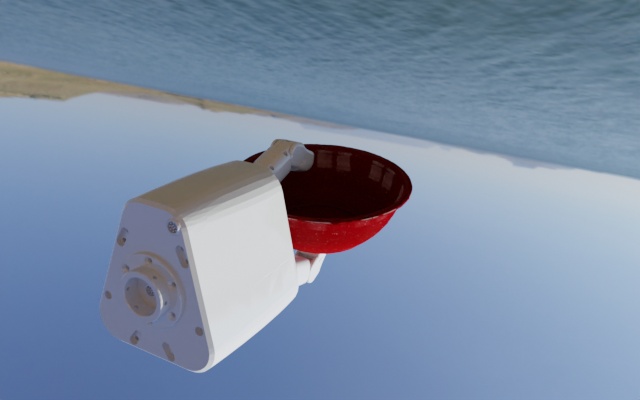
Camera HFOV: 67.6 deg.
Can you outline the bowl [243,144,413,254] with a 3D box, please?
[{"bbox_3d":[0.001,0.001,0.441,0.162,0.055,0.162,2,28,-1],"label":"bowl"}]
